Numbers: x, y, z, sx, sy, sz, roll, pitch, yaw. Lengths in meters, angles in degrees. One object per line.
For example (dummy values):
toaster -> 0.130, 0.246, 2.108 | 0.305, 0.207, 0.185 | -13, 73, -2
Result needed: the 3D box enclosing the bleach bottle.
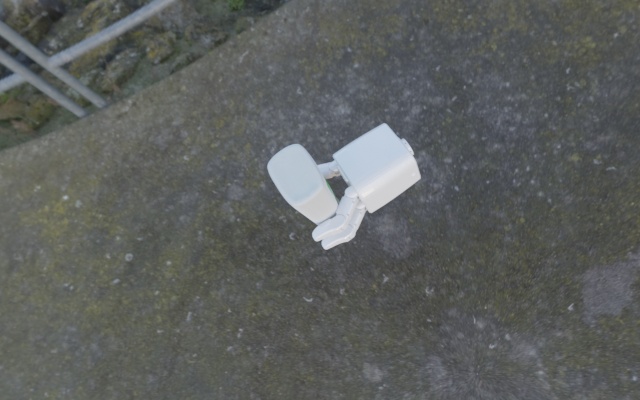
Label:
bleach bottle -> 0.000, 0.003, 0.811 | 0.068, 0.102, 0.251 | -34, -26, 4
